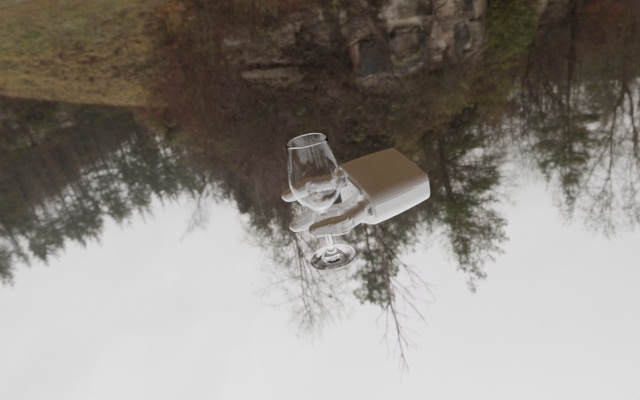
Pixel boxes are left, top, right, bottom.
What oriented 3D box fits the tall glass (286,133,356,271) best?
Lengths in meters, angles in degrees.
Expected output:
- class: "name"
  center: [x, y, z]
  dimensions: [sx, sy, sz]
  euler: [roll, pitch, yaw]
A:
- class: "tall glass"
  center: [0.000, 0.003, 0.722]
  dimensions: [0.079, 0.201, 0.079]
  euler: [-11, 25, 5]
